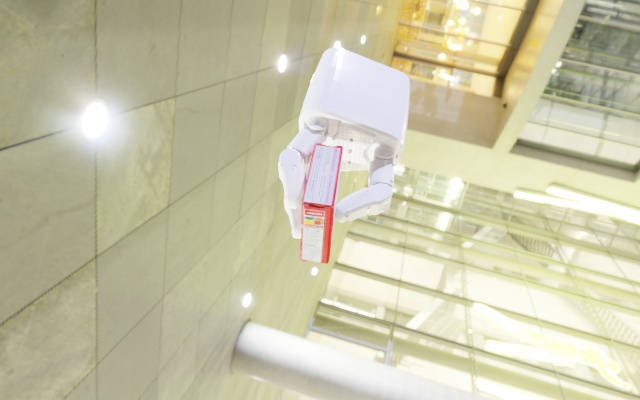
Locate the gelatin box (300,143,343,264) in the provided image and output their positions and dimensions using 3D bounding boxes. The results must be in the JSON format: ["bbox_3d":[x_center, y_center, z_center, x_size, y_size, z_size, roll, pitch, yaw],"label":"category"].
[{"bbox_3d":[0.000,0.002,0.444,0.030,0.073,0.089,7,43,2],"label":"gelatin box"}]
